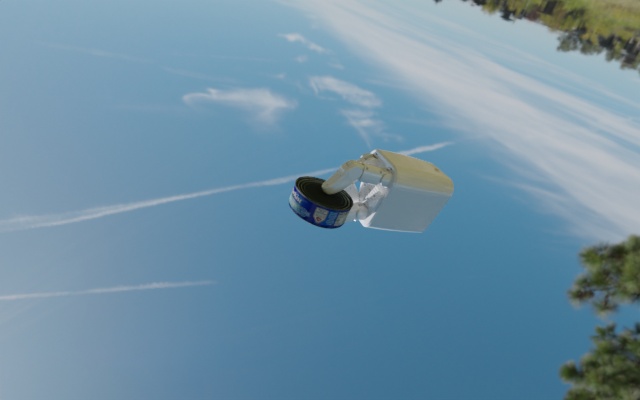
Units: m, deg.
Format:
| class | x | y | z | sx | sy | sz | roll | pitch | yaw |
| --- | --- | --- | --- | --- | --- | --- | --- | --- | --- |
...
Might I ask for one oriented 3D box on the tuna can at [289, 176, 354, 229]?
| class | x | y | z | sx | sy | sz | roll | pitch | yaw |
| --- | --- | --- | --- | --- | --- | --- | --- | --- | --- |
| tuna can | 0.000 | 0.003 | 0.660 | 0.086 | 0.034 | 0.086 | 19 | 25 | -9 |
